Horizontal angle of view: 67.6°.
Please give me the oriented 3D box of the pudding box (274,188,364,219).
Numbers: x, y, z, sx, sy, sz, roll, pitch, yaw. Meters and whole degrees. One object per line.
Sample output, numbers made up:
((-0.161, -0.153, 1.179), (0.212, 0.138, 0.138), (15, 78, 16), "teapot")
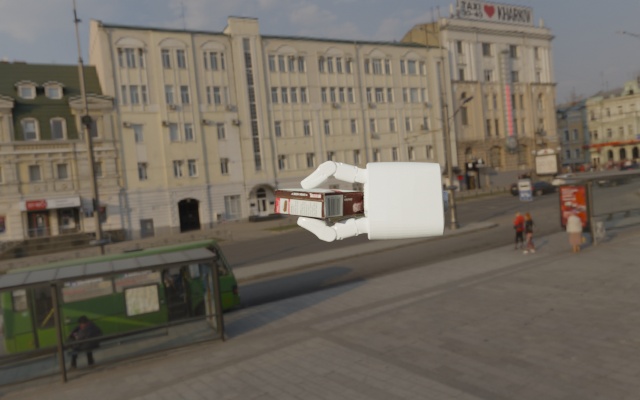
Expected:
((0.000, 0.002, 0.708), (0.090, 0.039, 0.113), (4, 3, 34), "pudding box")
